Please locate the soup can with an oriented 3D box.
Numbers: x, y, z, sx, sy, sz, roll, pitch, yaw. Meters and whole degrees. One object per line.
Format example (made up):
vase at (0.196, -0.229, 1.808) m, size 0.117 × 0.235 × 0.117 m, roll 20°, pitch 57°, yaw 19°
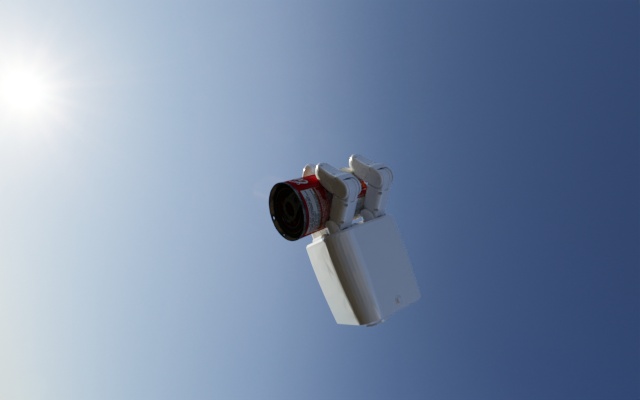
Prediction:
soup can at (0.000, 0.001, 0.561) m, size 0.102 × 0.068 × 0.068 m, roll -16°, pitch 10°, yaw -37°
